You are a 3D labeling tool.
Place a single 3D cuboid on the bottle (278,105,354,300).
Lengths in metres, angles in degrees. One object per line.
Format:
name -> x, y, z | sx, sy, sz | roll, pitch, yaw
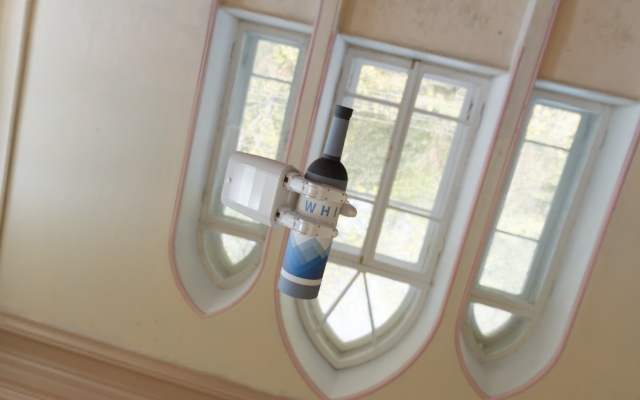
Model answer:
bottle -> 0.000, 0.003, 0.729 | 0.069, 0.296, 0.069 | 14, 10, -3
